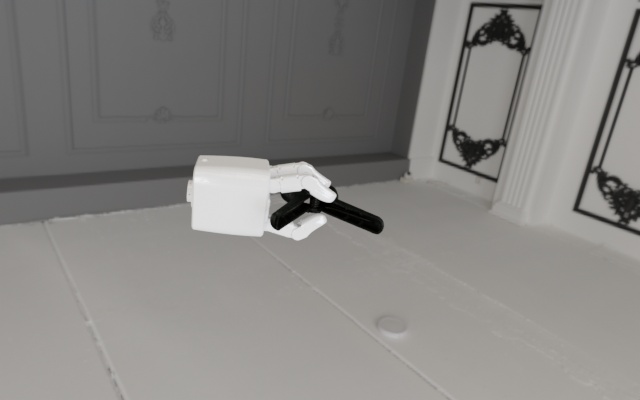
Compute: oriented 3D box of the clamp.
[{"bbox_3d":[0.000,0.003,0.744,0.164,0.036,0.210,7,19,-11],"label":"clamp"}]
